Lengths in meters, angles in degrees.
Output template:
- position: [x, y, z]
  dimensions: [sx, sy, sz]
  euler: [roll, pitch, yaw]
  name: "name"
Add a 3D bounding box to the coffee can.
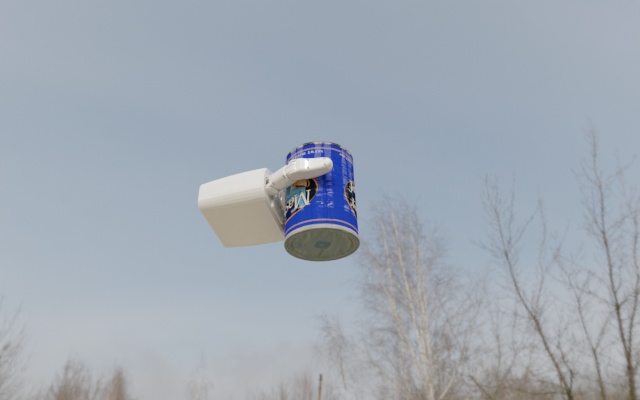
- position: [0.000, 0.002, 0.680]
  dimensions: [0.103, 0.140, 0.103]
  euler: [-1, -31, -1]
  name: "coffee can"
